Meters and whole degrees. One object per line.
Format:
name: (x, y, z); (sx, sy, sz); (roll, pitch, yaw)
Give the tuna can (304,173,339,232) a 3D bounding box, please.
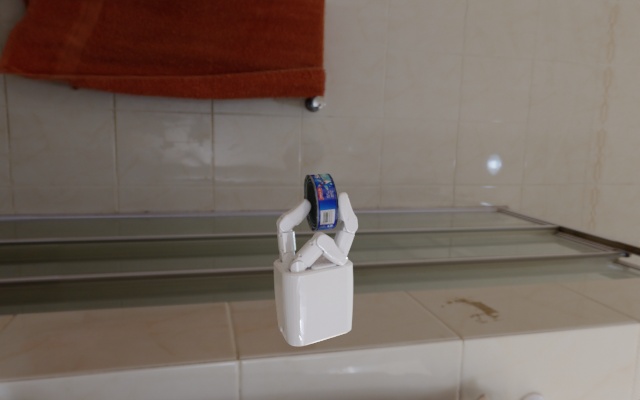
tuna can: (0.001, 0.002, 0.717); (0.034, 0.086, 0.086); (-6, 1, -13)
